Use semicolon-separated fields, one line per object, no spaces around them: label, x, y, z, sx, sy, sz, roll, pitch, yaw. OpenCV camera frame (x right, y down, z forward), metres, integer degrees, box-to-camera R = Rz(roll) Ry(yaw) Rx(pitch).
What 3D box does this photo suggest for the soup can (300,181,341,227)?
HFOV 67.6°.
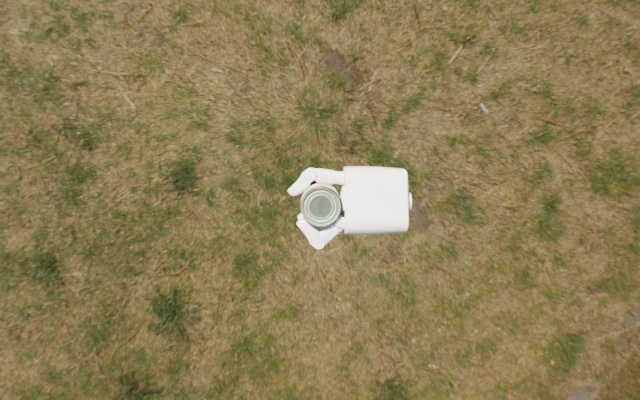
soup can;0.000;0.003;0.812;0.068;0.068;0.102;0;10;-1
